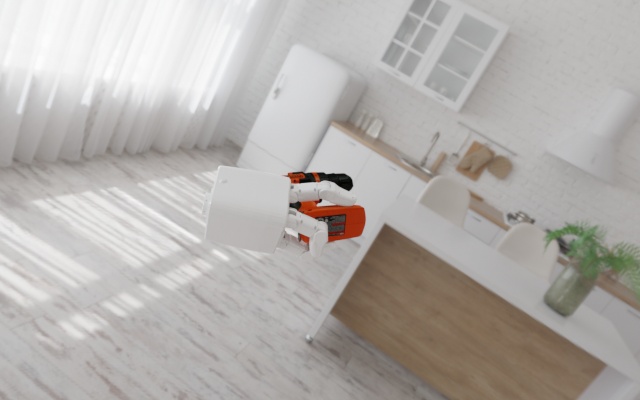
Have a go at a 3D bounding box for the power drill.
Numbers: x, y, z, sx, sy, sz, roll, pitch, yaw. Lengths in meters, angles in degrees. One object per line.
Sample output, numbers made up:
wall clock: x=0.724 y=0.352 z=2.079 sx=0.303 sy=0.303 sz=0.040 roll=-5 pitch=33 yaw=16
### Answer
power drill: x=0.000 y=0.003 z=0.792 sx=0.184 sy=0.057 sz=0.187 roll=-8 pitch=24 yaw=-22
